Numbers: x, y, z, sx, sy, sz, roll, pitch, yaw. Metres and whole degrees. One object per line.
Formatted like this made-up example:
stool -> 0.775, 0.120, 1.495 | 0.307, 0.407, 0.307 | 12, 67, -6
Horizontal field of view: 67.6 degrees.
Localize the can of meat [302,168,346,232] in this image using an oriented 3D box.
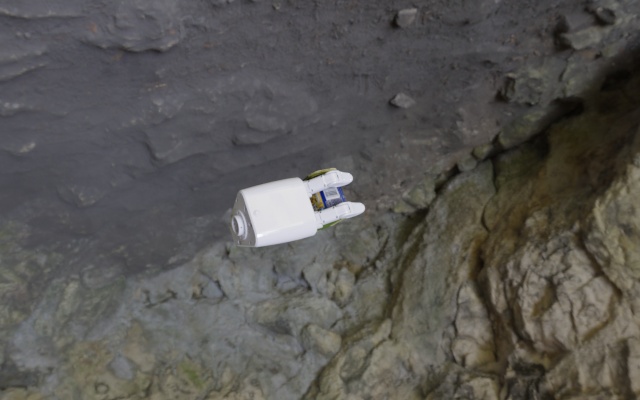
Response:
can of meat -> 0.000, 0.003, 0.835 | 0.057, 0.084, 0.102 | -11, -14, -33
